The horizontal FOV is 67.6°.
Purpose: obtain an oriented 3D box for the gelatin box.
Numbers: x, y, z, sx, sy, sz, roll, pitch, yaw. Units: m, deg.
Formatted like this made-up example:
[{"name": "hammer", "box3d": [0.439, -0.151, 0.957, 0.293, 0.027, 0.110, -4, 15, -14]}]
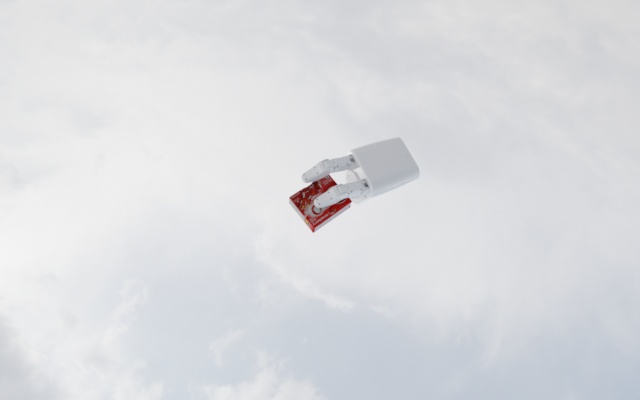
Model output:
[{"name": "gelatin box", "box3d": [0.000, 0.003, 0.846, 0.089, 0.073, 0.030, -34, -17, -18]}]
